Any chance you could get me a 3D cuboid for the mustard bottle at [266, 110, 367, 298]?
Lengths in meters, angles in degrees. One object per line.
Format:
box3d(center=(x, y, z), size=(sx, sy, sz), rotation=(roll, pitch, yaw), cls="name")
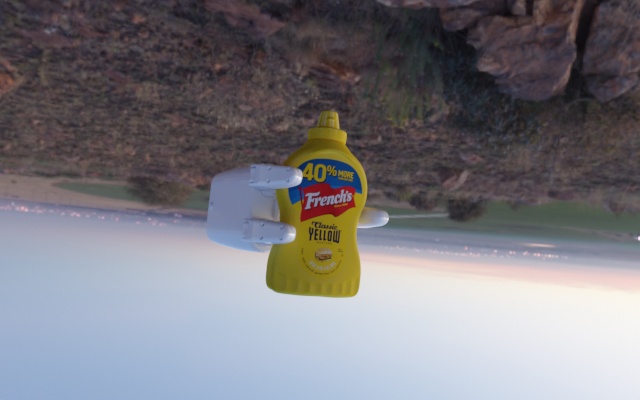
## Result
box3d(center=(0.000, 0.002, 0.499), size=(0.096, 0.191, 0.058), rotation=(7, -5, -16), cls="mustard bottle")
